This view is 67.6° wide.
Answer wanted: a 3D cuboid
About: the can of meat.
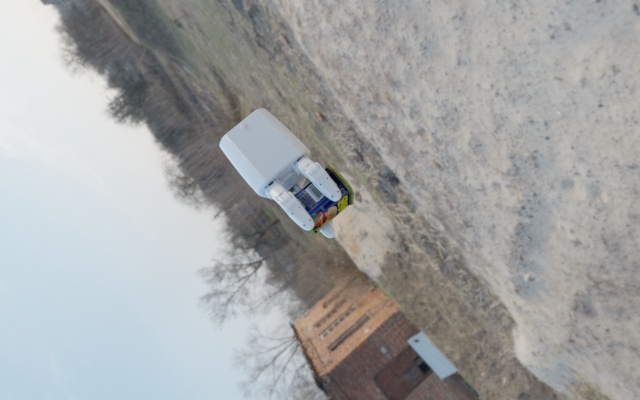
[{"bbox_3d":[0.000,0.003,0.714,0.084,0.057,0.102,-40,-14,-7],"label":"can of meat"}]
